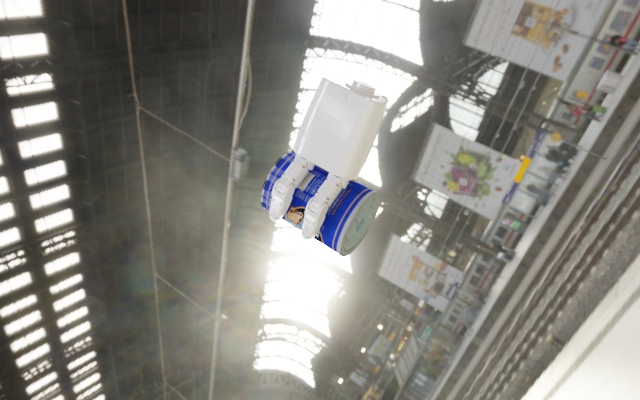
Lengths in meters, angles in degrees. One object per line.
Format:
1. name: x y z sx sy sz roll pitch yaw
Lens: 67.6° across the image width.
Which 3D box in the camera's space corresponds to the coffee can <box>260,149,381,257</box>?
1. coffee can: 0.000 0.002 0.686 0.140 0.103 0.103 30 11 20
